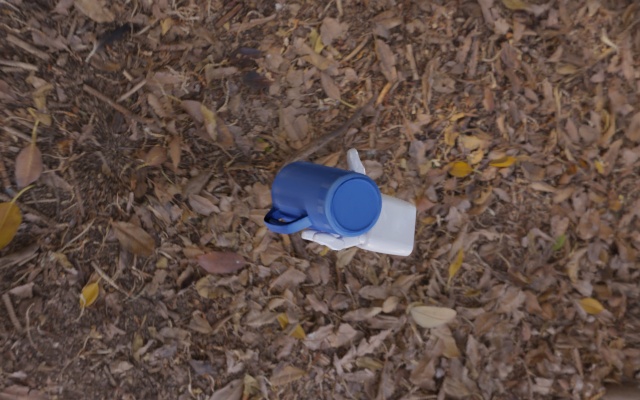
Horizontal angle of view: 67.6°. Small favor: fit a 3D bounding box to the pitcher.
[{"bbox_3d":[0.000,0.003,0.880,0.145,0.149,0.243,13,0,-25],"label":"pitcher"}]
